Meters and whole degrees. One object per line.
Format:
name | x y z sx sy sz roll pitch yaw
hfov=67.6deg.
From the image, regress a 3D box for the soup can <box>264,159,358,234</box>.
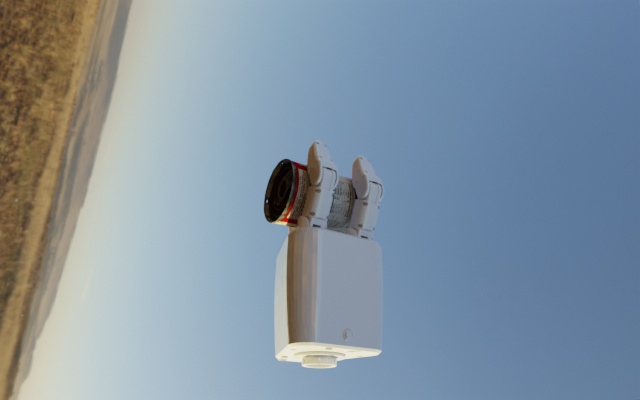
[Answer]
soup can | 0.000 0.001 0.508 0.102 0.068 0.068 15 -7 -27
